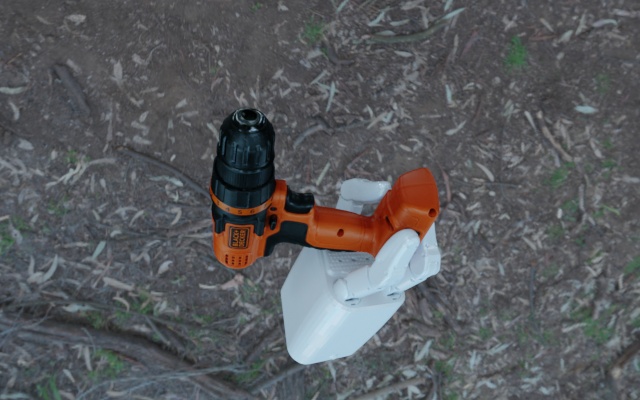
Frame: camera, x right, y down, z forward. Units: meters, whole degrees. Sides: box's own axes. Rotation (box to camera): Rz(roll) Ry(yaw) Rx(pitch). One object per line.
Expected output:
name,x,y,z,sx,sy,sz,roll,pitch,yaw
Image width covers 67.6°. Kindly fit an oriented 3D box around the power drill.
power drill,0.000,0.002,0.412,0.187,0.057,0.185,6,-36,-10
